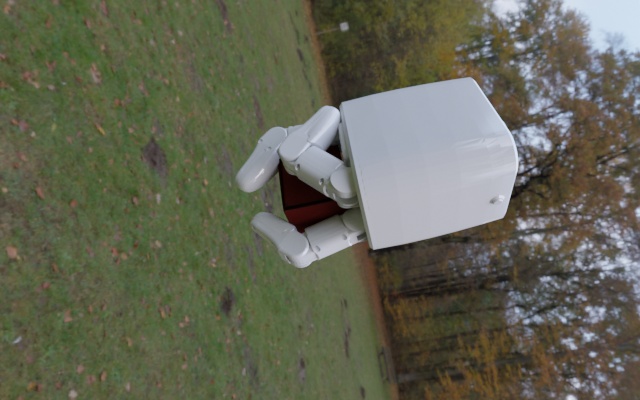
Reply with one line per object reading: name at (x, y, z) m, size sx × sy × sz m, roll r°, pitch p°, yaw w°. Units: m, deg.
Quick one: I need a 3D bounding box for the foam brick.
foam brick at (0.000, 0.001, 0.401) m, size 0.051 × 0.053 × 0.078 m, roll -13°, pitch -32°, yaw 5°
